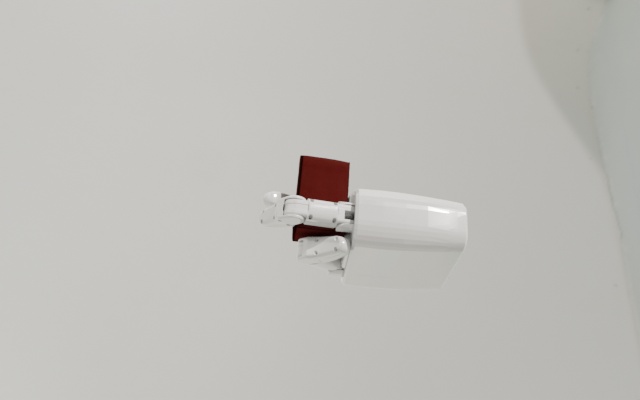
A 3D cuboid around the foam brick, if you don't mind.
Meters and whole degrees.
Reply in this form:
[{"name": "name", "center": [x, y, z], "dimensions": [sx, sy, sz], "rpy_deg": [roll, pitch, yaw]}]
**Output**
[{"name": "foam brick", "center": [0.000, 0.001, 0.489], "dimensions": [0.051, 0.078, 0.053], "rpy_deg": [6, -21, -2]}]
